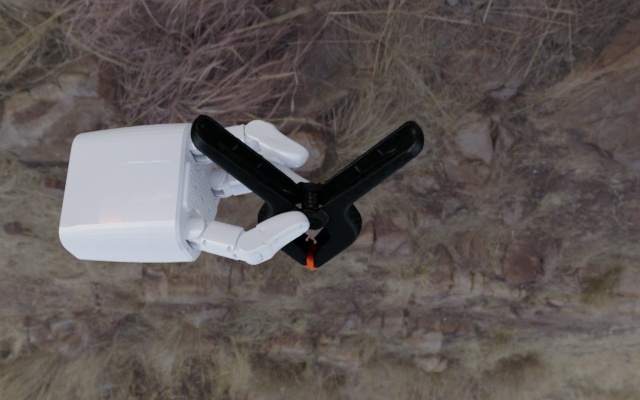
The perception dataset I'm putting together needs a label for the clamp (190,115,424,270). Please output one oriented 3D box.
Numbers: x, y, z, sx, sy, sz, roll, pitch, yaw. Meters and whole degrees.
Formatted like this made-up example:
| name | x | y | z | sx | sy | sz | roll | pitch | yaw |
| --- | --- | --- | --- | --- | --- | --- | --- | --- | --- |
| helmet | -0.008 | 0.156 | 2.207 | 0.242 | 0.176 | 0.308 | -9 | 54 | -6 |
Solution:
| name | x | y | z | sx | sy | sz | roll | pitch | yaw |
| --- | --- | --- | --- | --- | --- | --- | --- | --- | --- |
| clamp | 0.000 | 0.002 | 0.408 | 0.164 | 0.036 | 0.210 | -1 | -34 | 7 |
